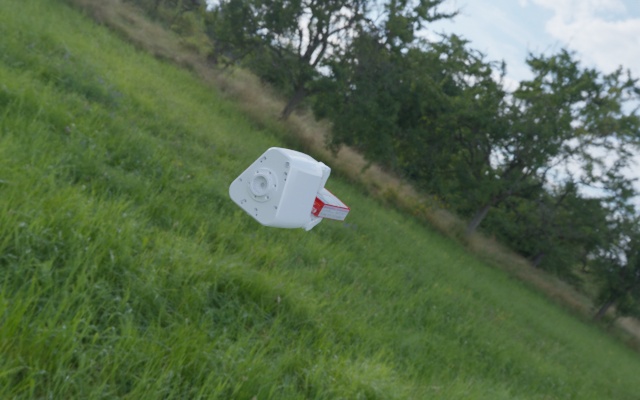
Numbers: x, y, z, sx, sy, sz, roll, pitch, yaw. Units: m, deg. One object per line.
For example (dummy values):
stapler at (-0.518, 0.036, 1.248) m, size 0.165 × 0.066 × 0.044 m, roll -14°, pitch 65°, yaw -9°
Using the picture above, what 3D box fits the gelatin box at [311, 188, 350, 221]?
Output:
gelatin box at (0.001, 0.002, 0.854) m, size 0.073 × 0.030 × 0.089 m, roll 40°, pitch 17°, yaw 32°
